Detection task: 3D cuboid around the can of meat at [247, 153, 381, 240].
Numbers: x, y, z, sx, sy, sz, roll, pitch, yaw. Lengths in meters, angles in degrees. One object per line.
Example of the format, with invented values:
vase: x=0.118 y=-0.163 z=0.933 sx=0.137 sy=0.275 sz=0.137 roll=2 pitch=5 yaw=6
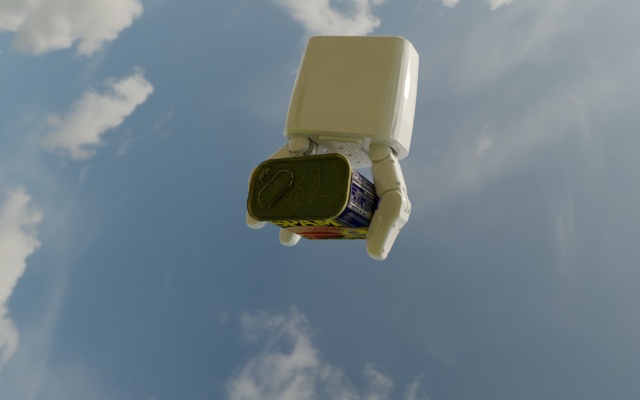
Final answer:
can of meat: x=0.000 y=0.002 z=0.432 sx=0.102 sy=0.057 sz=0.084 roll=-2 pitch=-18 yaw=32
